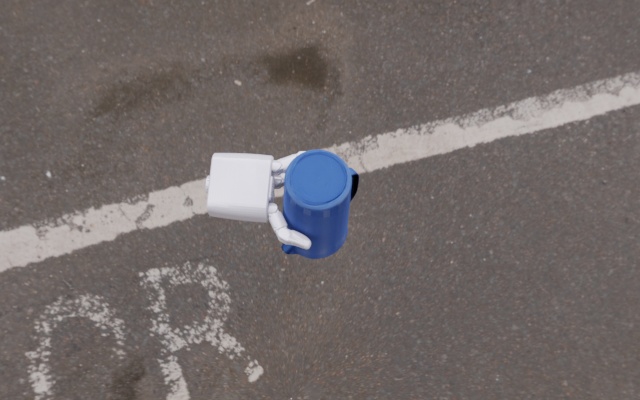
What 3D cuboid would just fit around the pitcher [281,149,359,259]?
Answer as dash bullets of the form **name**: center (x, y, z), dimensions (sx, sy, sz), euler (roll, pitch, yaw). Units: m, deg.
- **pitcher**: center (0.000, 0.003, 0.860), dimensions (0.145, 0.149, 0.243), euler (4, -23, -1)
